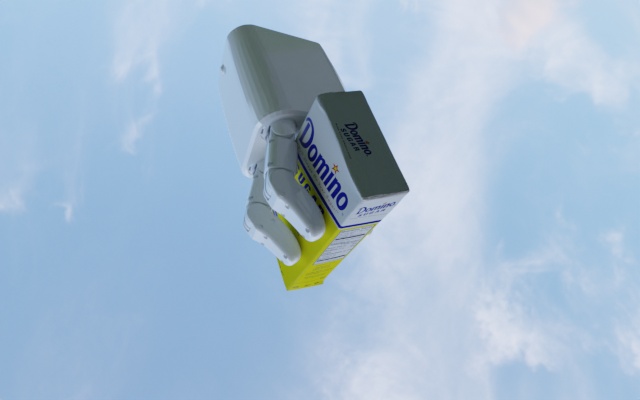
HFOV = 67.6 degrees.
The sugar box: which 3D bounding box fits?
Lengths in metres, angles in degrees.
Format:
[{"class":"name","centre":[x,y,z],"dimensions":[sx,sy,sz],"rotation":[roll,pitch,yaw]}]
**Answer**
[{"class":"sugar box","centre":[-0.001,0.001,0.401],"dimensions":[0.048,0.093,0.176],"rotation":[-10,-26,-25]}]
